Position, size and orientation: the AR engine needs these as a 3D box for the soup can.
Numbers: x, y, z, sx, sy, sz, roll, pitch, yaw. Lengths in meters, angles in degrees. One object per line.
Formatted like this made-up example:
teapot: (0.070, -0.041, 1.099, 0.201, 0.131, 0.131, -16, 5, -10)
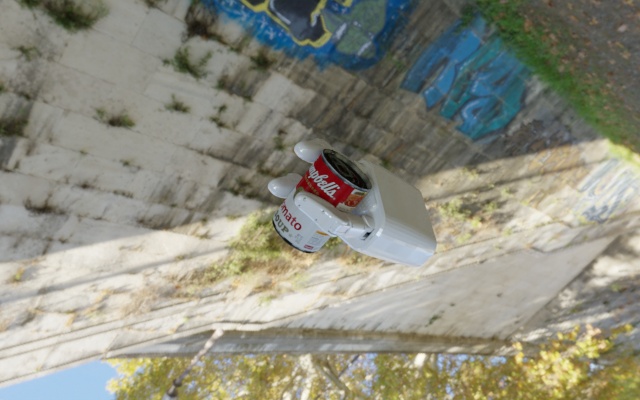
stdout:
soup can: (0.000, 0.002, 0.540, 0.068, 0.102, 0.068, 33, 22, -15)
